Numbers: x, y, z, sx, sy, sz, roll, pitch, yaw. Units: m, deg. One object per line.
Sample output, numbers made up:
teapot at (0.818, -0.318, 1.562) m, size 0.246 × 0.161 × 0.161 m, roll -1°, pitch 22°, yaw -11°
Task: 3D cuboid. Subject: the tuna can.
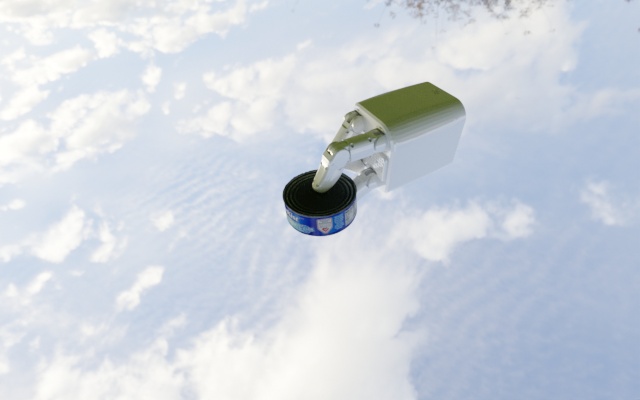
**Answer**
tuna can at (0.000, 0.002, 0.557) m, size 0.086 × 0.034 × 0.086 m, roll -3°, pitch 40°, yaw 3°
